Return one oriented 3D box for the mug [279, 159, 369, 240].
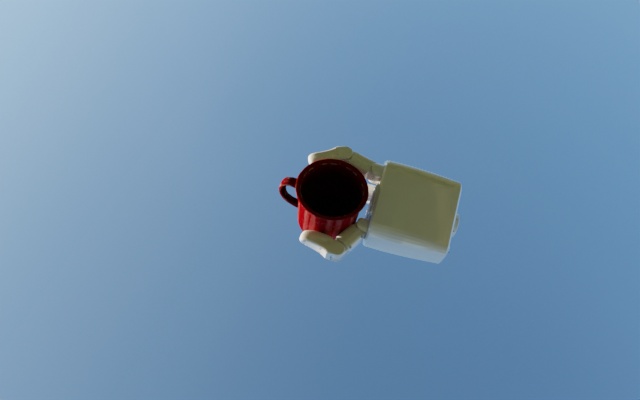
[{"bbox_3d":[-0.001,0.002,0.635,0.117,0.093,0.081,17,-31,5],"label":"mug"}]
